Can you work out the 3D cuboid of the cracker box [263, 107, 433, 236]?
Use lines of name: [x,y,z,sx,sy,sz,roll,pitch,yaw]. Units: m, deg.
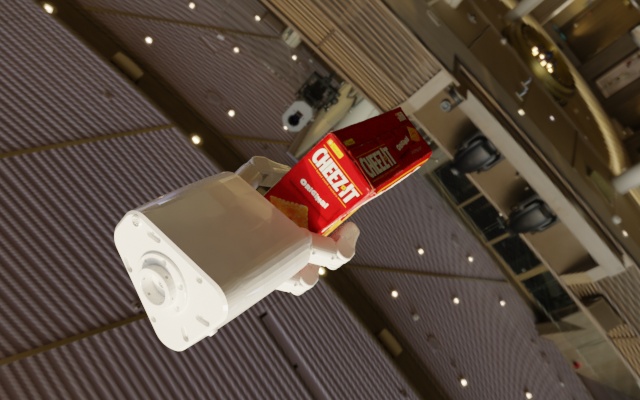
cracker box: [0.000,0.002,0.515,0.214,0.072,0.164,-39,-5,35]
